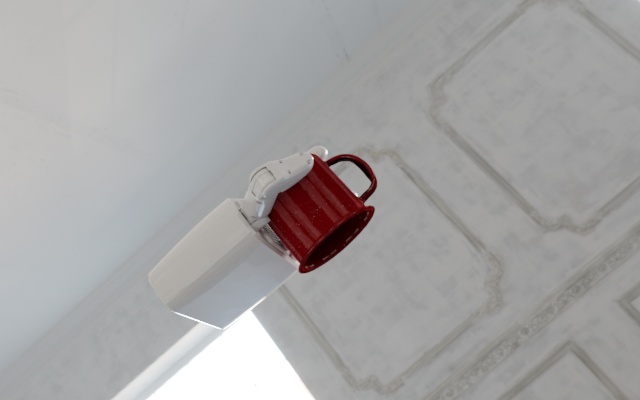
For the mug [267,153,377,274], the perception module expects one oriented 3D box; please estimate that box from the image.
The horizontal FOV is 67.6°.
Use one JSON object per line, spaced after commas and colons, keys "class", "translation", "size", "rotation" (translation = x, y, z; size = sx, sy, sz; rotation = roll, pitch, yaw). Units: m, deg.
{"class": "mug", "translation": [0.001, 0.000, 0.459], "size": [0.117, 0.081, 0.093], "rotation": [-41, -17, 0]}
